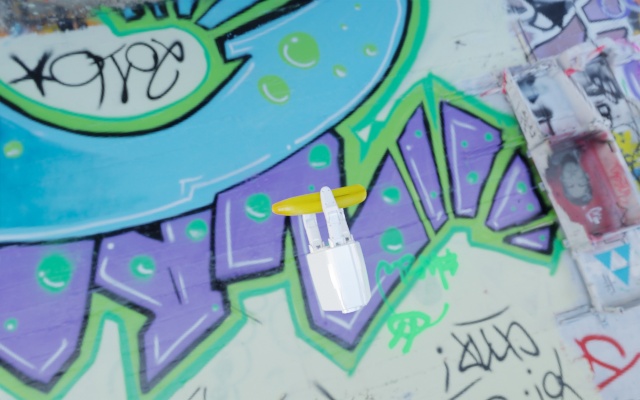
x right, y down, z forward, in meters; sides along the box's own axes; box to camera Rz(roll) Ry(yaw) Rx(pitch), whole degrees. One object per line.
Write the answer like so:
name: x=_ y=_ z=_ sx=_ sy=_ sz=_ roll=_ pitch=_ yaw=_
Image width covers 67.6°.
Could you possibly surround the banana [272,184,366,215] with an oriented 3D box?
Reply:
banana: x=0.013 y=0.000 z=0.847 sx=0.198 sy=0.037 sz=0.069 roll=-12 pitch=0 yaw=-33
